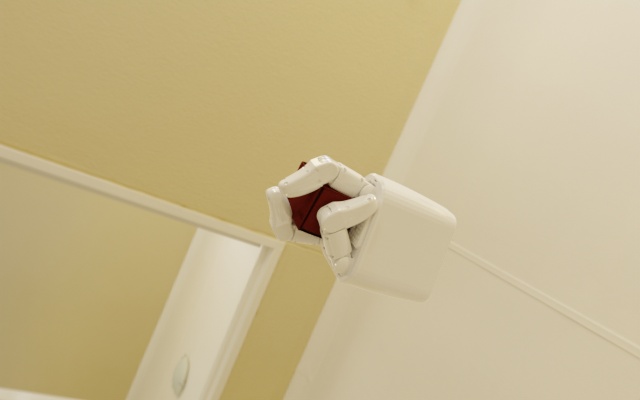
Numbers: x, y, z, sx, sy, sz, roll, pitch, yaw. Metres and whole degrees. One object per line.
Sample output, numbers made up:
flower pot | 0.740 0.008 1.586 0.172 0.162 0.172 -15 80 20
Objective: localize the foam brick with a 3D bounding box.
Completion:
foam brick | 0.000 0.001 0.510 0.051 0.053 0.078 21 17 -25
